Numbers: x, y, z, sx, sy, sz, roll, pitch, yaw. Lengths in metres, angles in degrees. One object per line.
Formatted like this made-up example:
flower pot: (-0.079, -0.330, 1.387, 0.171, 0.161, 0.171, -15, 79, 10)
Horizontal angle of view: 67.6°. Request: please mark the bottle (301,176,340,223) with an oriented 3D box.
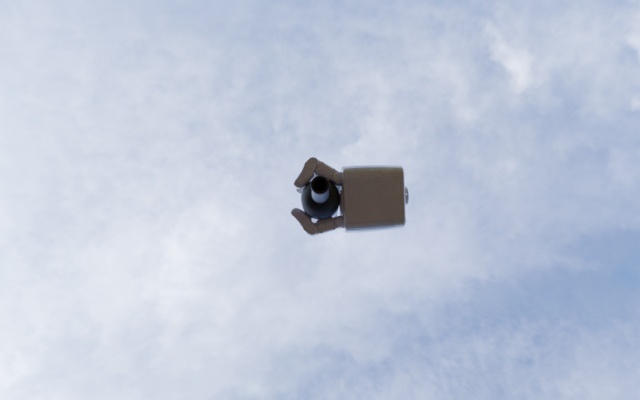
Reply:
bottle: (0.000, 0.003, 0.842, 0.069, 0.069, 0.296, 0, -10, 0)
